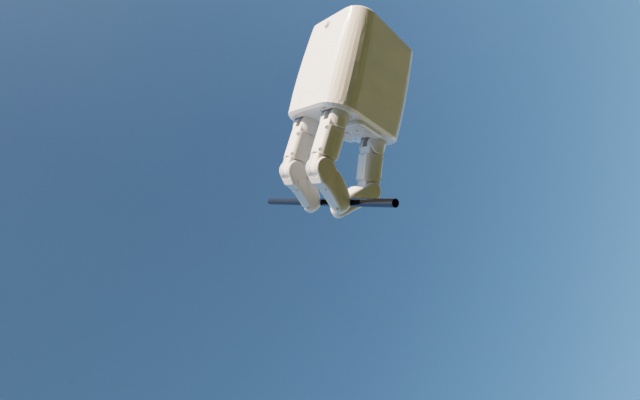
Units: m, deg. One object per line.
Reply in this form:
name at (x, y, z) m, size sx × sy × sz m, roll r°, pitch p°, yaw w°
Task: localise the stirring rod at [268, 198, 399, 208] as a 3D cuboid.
stirring rod at (0.000, 0.002, 0.509) m, size 0.011 × 0.011 × 0.239 m, roll 0°, pitch 0°, yaw -32°
